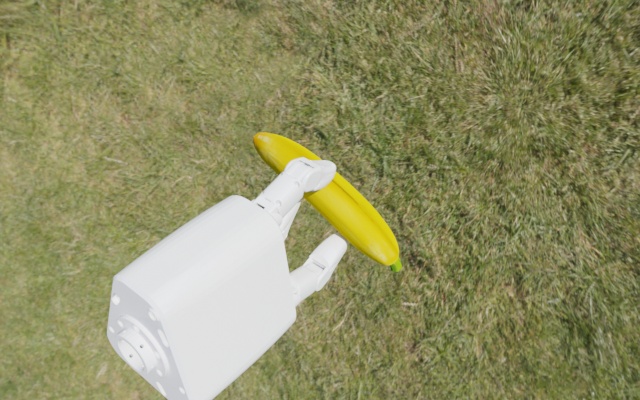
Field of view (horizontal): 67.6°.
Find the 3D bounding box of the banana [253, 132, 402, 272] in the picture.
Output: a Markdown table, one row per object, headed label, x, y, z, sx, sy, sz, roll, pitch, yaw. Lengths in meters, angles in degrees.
| label | x | y | z | sx | sy | sz | roll | pitch | yaw |
| --- | --- | --- | --- | --- | --- | --- | --- | --- | --- |
| banana | 0.006 | -0.002 | 0.449 | 0.037 | 0.198 | 0.070 | -44 | -5 | -21 |
